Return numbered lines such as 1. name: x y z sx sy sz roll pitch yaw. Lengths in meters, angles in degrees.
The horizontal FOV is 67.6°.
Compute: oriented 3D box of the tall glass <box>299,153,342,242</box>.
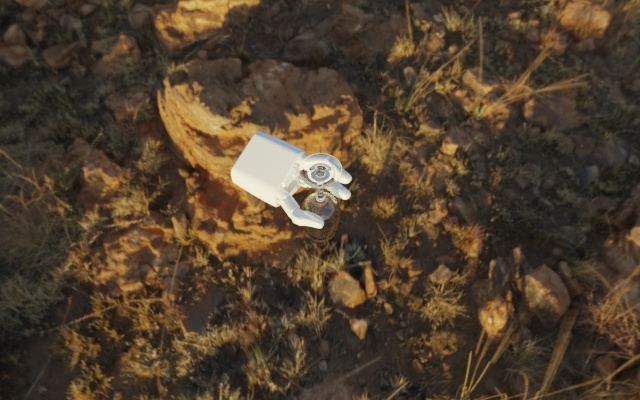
1. tall glass: 0.000 0.003 0.890 0.079 0.079 0.201 0 -34 1
